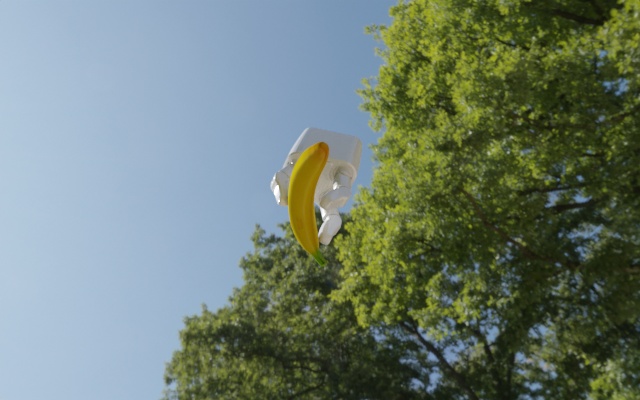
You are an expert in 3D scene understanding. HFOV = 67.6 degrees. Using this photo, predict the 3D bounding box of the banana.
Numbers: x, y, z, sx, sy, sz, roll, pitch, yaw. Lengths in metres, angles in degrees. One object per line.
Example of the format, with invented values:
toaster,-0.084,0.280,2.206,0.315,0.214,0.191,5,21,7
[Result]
banana,-0.015,-0.001,0.654,0.069,0.198,0.037,21,41,27
